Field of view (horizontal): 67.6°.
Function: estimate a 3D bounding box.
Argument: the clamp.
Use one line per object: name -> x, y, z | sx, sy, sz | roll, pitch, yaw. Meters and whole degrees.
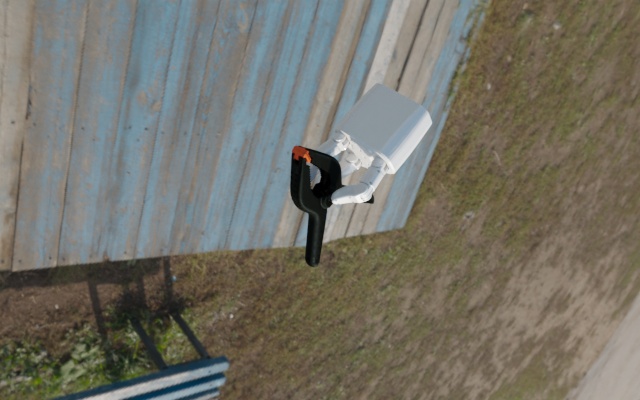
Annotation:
clamp -> 0.001, 0.002, 0.737 | 0.036, 0.164, 0.210 | 27, -17, 39
